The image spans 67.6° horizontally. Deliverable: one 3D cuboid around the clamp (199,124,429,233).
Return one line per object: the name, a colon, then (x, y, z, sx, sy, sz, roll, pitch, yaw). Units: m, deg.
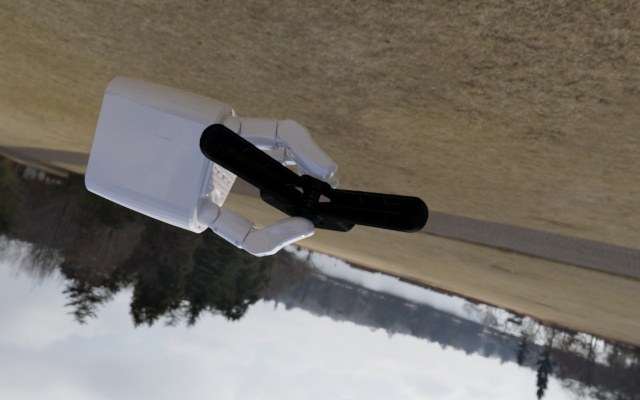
clamp: (0.000, 0.002, 0.410, 0.164, 0.036, 0.210, 20, -9, 7)
